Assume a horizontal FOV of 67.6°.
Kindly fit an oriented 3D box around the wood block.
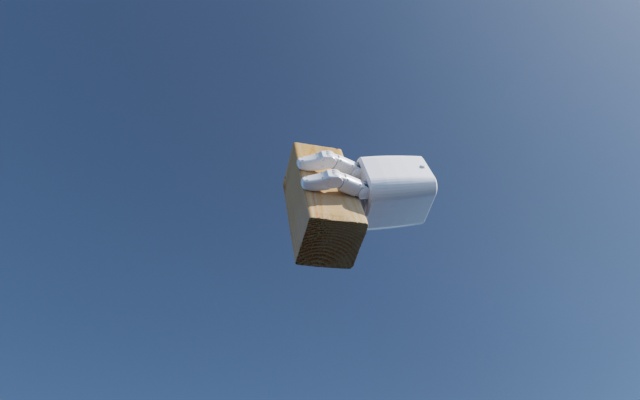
[{"bbox_3d":[0.000,0.003,0.757,0.090,0.091,0.206,7,34,-15],"label":"wood block"}]
